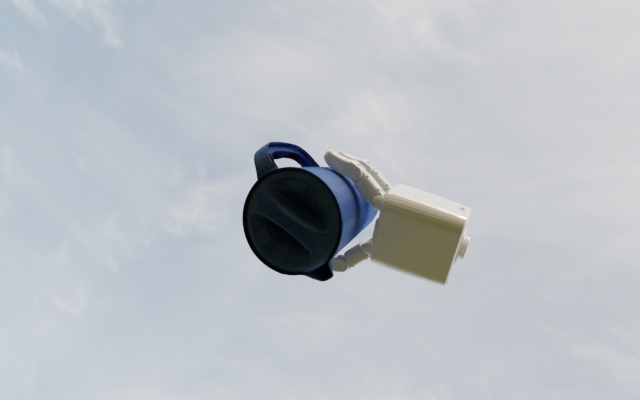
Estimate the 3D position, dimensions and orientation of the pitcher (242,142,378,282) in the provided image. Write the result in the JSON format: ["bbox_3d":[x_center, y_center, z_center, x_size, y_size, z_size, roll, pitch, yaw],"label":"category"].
[{"bbox_3d":[0.000,0.002,0.678,0.145,0.149,0.243,17,13,18],"label":"pitcher"}]
